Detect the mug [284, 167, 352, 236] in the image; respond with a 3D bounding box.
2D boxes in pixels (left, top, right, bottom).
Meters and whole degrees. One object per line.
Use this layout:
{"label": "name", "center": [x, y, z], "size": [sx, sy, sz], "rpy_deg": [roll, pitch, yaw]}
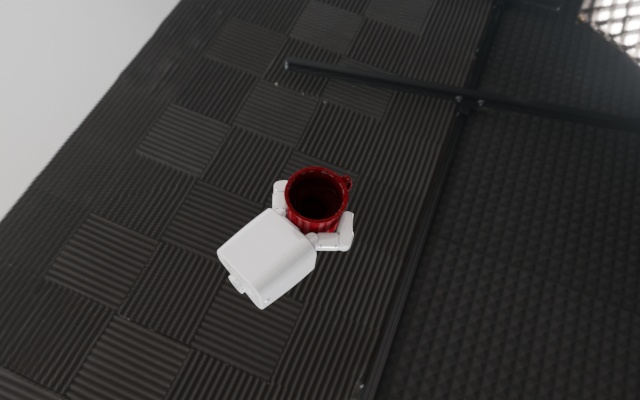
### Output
{"label": "mug", "center": [0.001, 0.002, 0.727], "size": [0.117, 0.093, 0.081], "rpy_deg": [-37, -19, -21]}
